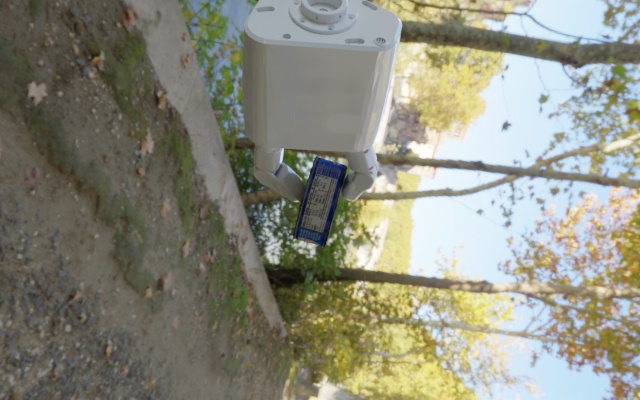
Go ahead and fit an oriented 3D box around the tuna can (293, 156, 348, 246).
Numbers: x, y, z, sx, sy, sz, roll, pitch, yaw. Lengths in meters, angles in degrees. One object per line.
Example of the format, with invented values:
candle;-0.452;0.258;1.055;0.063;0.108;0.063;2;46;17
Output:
tuna can;0.001;0.002;0.475;0.034;0.086;0.086;16;0;1
